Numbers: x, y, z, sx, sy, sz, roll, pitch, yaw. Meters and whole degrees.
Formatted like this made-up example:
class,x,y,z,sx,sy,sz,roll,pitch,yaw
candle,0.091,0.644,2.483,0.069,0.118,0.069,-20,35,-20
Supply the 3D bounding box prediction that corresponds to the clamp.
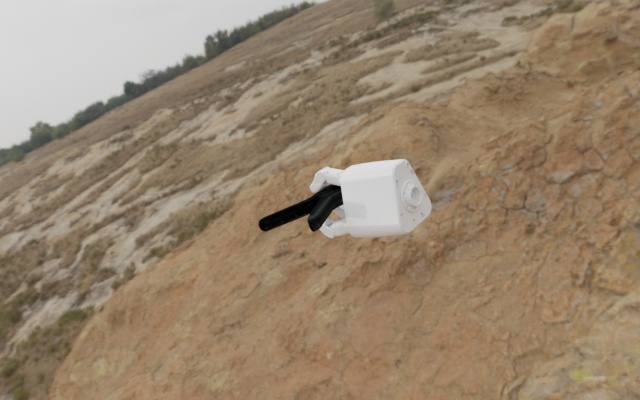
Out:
class,x,y,z,sx,sy,sz,roll,pitch,yaw
clamp,0.000,0.002,0.837,0.164,0.036,0.210,-7,20,46
